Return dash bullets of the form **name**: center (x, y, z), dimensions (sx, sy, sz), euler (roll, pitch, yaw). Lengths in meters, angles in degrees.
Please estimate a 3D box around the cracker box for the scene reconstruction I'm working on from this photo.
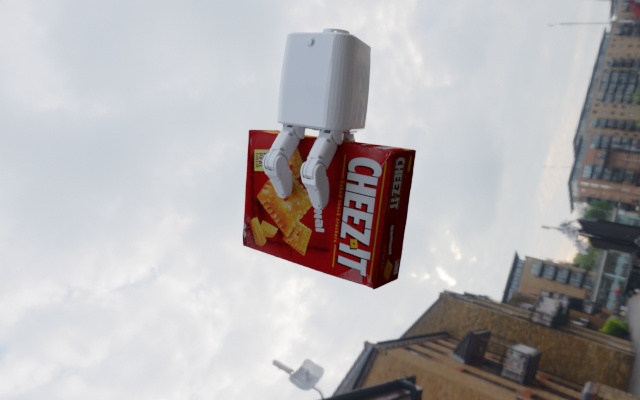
- **cracker box**: center (0.000, 0.002, 0.608), dimensions (0.213, 0.164, 0.072), euler (13, 14, 33)
